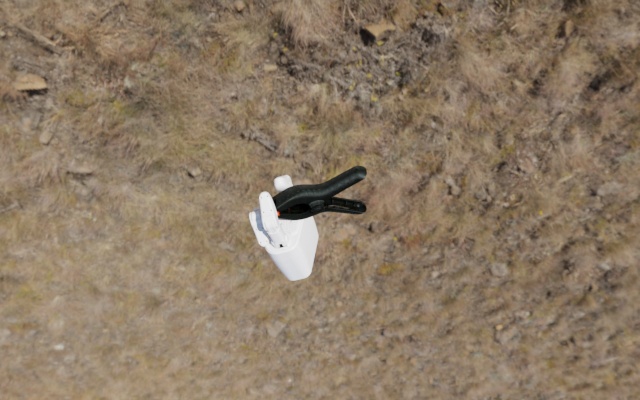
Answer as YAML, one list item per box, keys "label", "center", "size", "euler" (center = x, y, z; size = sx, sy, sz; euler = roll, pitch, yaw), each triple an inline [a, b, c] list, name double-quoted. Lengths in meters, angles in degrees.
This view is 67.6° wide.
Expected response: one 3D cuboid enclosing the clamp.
- label: "clamp"
  center: [0.000, 0.003, 0.781]
  size: [0.171, 0.039, 0.120]
  euler: [-14, -39, 7]
